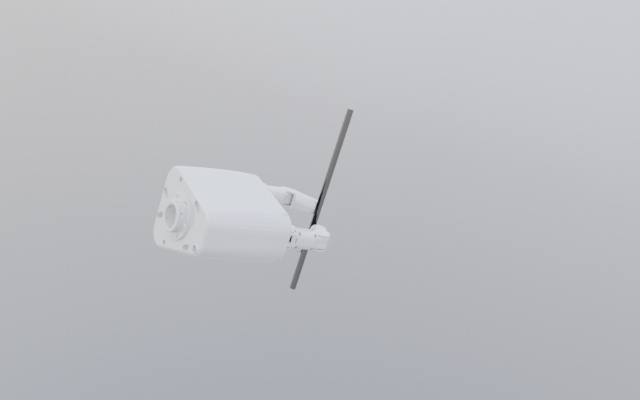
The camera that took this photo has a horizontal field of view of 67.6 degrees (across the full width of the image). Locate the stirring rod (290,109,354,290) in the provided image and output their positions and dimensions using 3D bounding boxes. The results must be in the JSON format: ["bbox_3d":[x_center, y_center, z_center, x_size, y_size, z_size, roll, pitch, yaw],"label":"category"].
[{"bbox_3d":[0.000,0.002,0.602,0.011,0.239,0.011,17,10,-3],"label":"stirring rod"}]
